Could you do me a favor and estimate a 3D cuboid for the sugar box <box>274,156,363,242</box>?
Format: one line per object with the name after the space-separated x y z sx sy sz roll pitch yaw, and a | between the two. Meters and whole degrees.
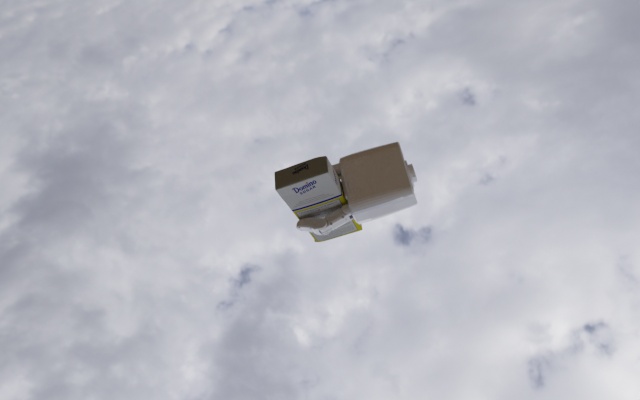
0.000 0.002 0.812 0.093 0.048 0.176 -17 -41 13 | sugar box
